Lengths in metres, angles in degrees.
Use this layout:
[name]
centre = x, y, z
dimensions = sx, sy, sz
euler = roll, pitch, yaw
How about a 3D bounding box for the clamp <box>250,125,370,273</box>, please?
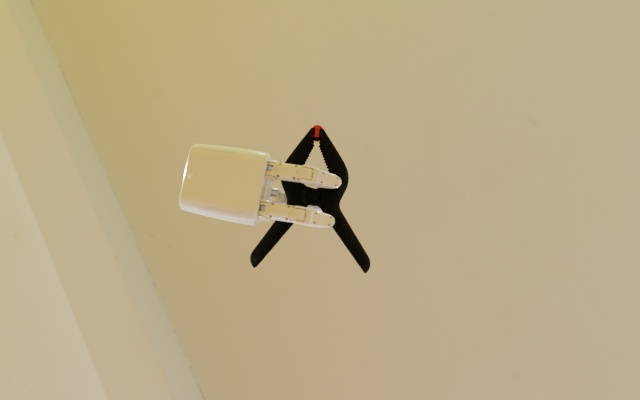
[clamp]
centre = 0.000, 0.002, 0.668
dimensions = 0.164, 0.210, 0.036
euler = 10, -7, -1
